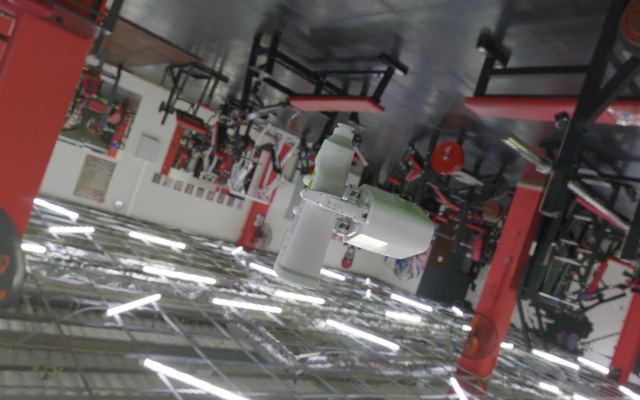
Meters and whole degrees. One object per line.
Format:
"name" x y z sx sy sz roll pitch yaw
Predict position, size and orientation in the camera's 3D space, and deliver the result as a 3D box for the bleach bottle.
"bleach bottle" 0.000 0.002 0.736 0.068 0.251 0.102 20 -1 -12
